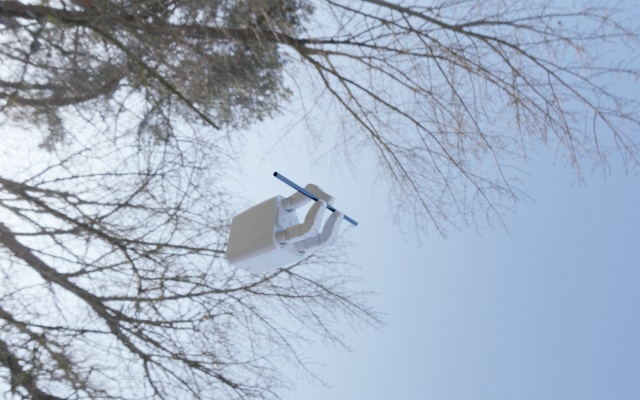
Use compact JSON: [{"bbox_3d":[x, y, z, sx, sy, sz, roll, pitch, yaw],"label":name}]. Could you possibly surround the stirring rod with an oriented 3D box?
[{"bbox_3d":[0.000,0.002,0.763,0.011,0.011,0.240,0,-19,34],"label":"stirring rod"}]
